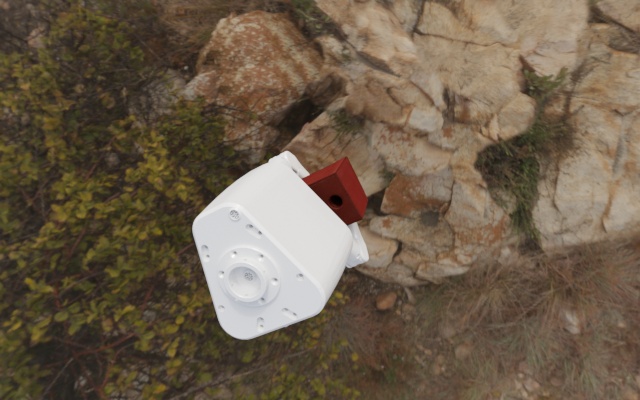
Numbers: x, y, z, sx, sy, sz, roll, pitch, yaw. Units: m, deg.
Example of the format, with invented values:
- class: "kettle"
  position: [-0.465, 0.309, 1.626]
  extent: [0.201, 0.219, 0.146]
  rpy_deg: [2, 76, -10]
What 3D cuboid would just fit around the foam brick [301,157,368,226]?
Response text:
- class: "foam brick"
  position: [0.000, 0.001, 0.467]
  extent: [0.078, 0.053, 0.051]
  rpy_deg: [-25, 13, 20]
